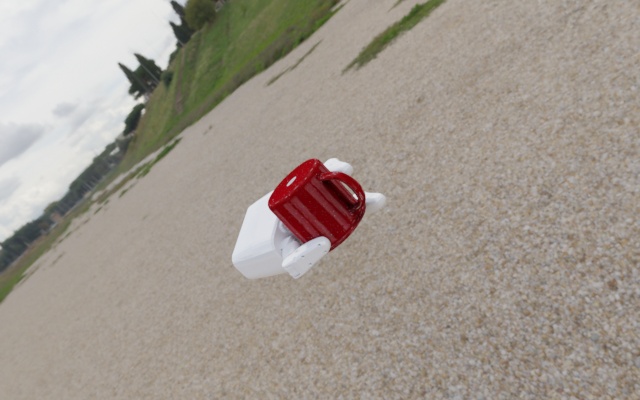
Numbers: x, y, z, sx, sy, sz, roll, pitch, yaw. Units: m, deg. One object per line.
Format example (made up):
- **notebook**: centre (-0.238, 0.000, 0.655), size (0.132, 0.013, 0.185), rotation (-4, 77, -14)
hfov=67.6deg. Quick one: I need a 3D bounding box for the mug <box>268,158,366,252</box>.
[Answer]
- **mug**: centre (0.001, 0.001, 0.551), size (0.117, 0.081, 0.093), rotation (-25, 26, 46)
